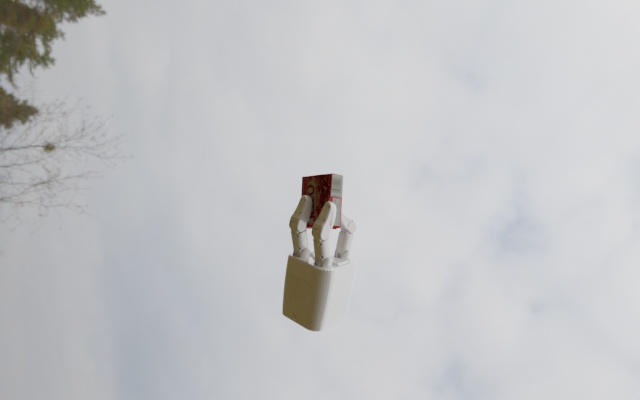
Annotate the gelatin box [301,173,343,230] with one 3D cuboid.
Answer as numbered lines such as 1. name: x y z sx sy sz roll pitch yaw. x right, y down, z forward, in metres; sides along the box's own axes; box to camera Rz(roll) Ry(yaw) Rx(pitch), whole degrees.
1. gelatin box: 0.000 0.002 0.787 0.030 0.089 0.073 9 -8 -42
